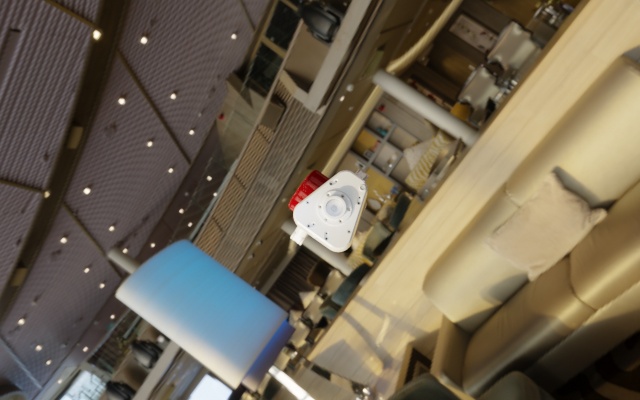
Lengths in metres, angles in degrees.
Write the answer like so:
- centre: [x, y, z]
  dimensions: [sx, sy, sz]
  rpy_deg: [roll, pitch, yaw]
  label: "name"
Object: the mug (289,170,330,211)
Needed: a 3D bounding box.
- centre: [0.000, 0.003, 0.830]
  dimensions: [0.081, 0.093, 0.117]
  rpy_deg: [35, -4, 4]
  label: "mug"
